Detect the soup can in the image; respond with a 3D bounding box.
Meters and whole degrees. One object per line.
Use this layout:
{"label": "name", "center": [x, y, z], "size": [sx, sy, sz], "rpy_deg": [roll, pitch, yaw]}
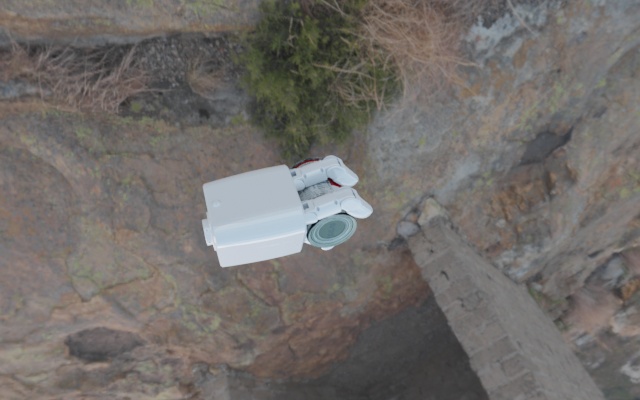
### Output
{"label": "soup can", "center": [0.001, 0.002, 0.624], "size": [0.068, 0.102, 0.069], "rpy_deg": [-13, -39, -11]}
